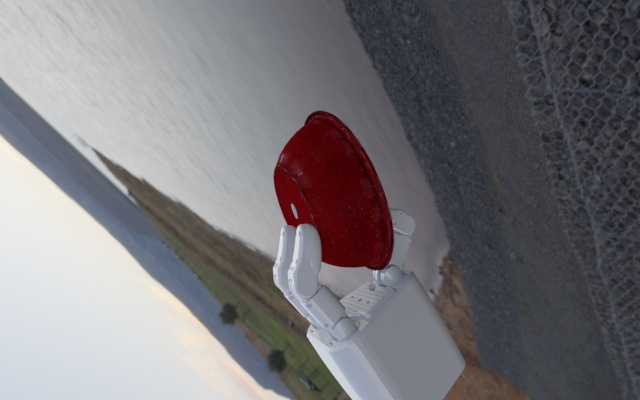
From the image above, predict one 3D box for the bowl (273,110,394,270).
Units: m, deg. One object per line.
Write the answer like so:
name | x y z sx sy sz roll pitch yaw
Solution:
bowl | -0.001 0.000 0.446 0.055 0.162 0.162 -23 7 -19
